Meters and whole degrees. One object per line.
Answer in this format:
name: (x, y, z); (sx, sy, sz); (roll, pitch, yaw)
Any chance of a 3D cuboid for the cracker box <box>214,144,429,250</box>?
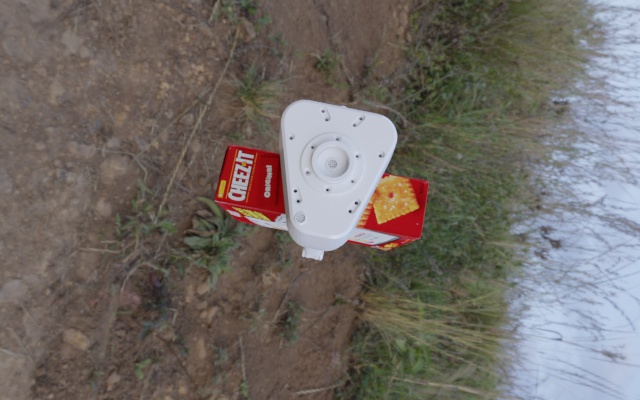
cracker box: (0.000, 0.002, 0.563); (0.214, 0.072, 0.164); (11, -10, 0)
